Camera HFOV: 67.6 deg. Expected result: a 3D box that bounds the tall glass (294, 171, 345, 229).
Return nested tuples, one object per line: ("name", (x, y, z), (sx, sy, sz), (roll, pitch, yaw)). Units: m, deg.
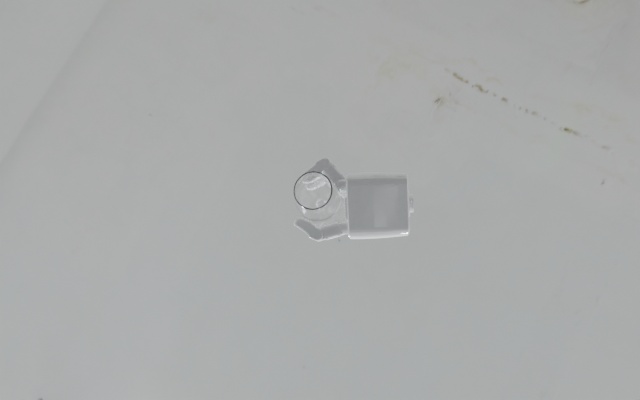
("tall glass", (0.000, 0.003, 0.839), (0.079, 0.079, 0.201), (0, -11, 7))
